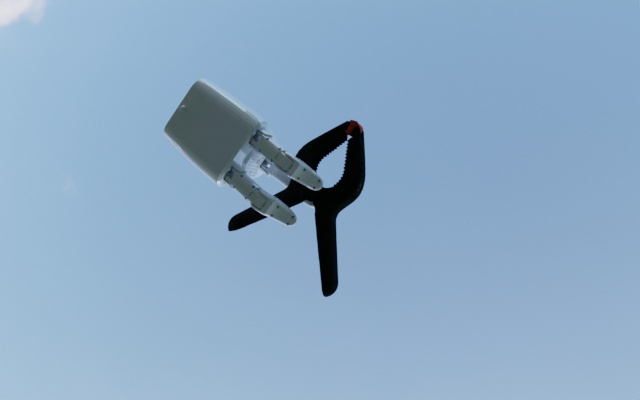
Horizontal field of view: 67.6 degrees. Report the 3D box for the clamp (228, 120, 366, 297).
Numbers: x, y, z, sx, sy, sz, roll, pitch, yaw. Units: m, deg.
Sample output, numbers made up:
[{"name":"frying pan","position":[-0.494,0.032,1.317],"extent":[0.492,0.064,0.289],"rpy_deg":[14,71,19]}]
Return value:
[{"name":"clamp","position":[0.000,0.001,0.591],"extent":[0.164,0.210,0.036],"rpy_deg":[39,9,13]}]
